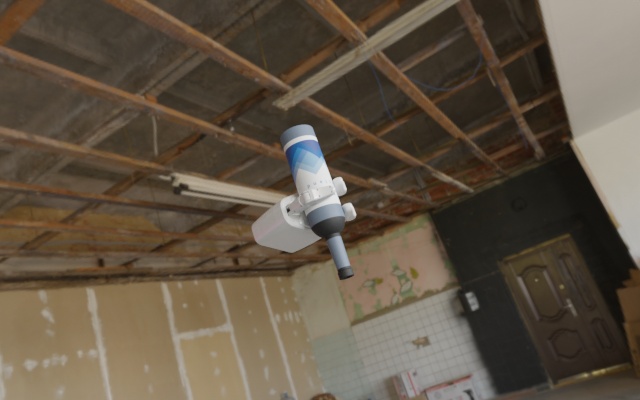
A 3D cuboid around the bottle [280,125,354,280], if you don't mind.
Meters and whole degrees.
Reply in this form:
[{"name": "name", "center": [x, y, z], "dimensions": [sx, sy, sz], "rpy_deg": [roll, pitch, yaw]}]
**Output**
[{"name": "bottle", "center": [0.000, 0.003, 0.879], "dimensions": [0.069, 0.295, 0.069], "rpy_deg": [-17, -18, -6]}]
